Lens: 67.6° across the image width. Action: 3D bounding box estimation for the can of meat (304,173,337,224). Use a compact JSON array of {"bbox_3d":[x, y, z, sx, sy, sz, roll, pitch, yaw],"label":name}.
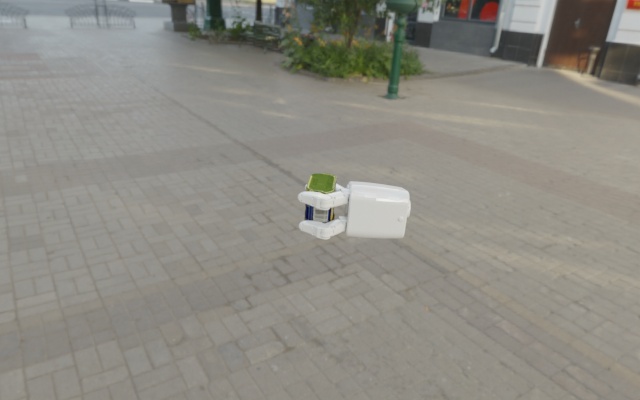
[{"bbox_3d":[0.000,0.003,0.897,0.057,0.084,0.102,6,23,3],"label":"can of meat"}]
